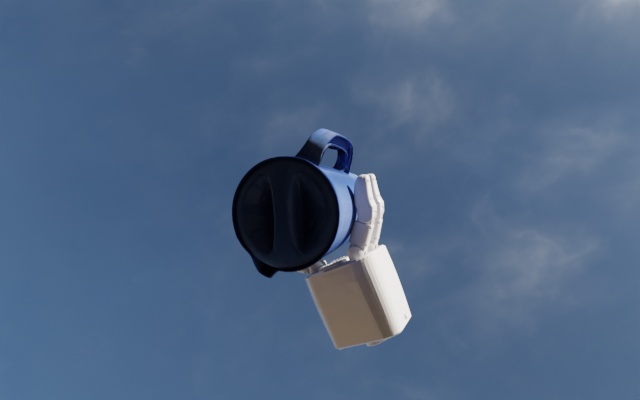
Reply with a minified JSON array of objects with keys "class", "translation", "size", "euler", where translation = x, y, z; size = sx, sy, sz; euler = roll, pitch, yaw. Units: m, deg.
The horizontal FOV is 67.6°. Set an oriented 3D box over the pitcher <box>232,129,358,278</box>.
[{"class":"pitcher","translation":[0.000,0.002,0.646],"size":[0.149,0.145,0.243],"euler":[-23,-5,19]}]
